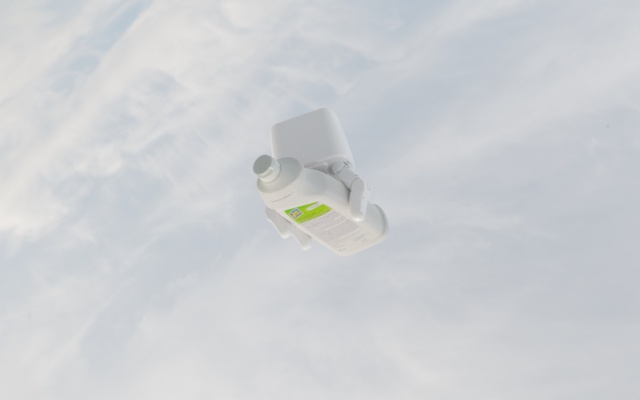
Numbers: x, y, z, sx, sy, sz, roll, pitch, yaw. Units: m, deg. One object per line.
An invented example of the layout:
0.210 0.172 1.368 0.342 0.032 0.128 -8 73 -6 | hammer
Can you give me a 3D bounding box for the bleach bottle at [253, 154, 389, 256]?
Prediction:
0.000 0.002 0.676 0.102 0.068 0.251 -28 -36 20 | bleach bottle
